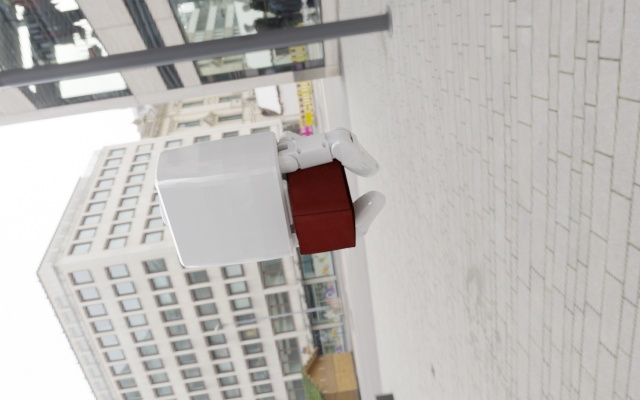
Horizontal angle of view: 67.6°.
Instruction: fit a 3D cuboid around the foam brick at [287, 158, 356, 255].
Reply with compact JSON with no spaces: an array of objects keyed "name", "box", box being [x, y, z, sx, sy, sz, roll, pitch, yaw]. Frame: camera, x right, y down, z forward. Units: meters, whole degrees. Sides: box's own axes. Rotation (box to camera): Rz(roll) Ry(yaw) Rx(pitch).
[{"name":"foam brick","box":[0.000,0.002,0.427,0.051,0.053,0.078,-9,45,-1]}]
